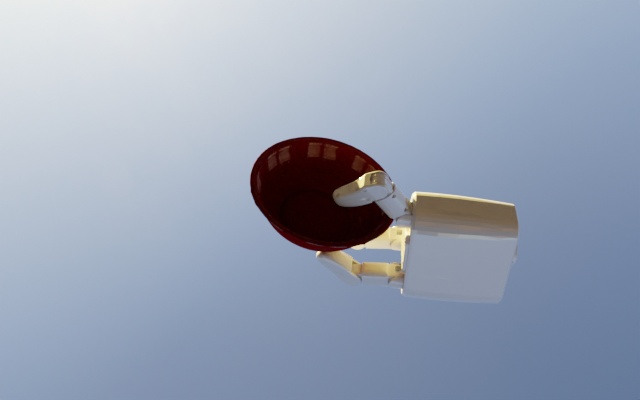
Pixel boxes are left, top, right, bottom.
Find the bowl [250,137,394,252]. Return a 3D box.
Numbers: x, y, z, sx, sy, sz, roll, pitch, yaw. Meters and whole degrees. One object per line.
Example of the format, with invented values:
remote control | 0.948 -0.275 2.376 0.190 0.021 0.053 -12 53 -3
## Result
bowl | -0.001 0.001 0.529 0.162 0.162 0.055 0 -42 -16
